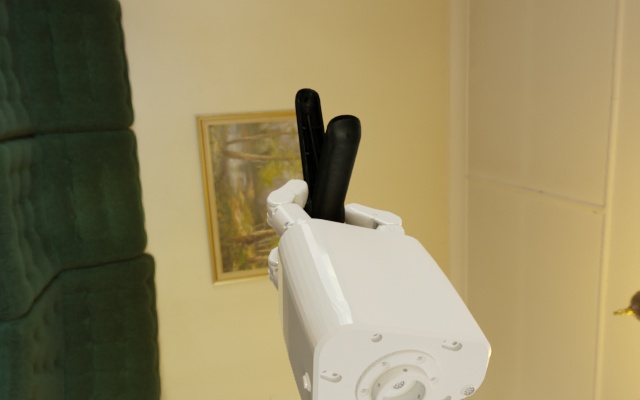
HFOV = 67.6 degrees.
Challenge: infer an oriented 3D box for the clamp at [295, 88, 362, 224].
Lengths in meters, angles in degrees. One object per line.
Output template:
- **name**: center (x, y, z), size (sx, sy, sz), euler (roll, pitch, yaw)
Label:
- **clamp**: center (0.001, 0.002, 0.442), size (0.036, 0.210, 0.164), euler (-4, 27, -10)
